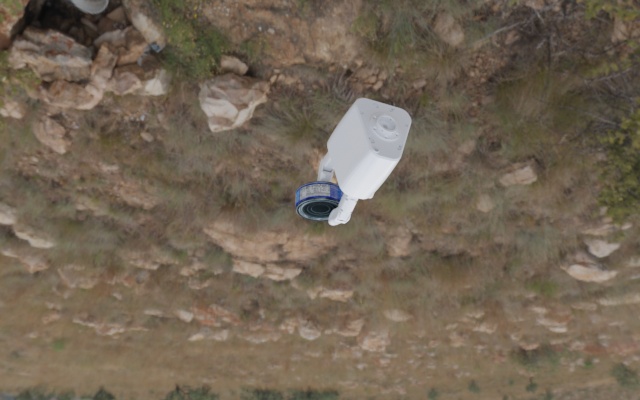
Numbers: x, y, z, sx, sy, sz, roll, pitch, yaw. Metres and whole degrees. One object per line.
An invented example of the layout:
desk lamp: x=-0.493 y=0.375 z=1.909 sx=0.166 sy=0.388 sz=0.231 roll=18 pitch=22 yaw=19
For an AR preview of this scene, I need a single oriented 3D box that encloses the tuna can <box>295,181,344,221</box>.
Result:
tuna can: x=0.000 y=0.003 z=0.807 sx=0.086 sy=0.033 sz=0.086 roll=0 pitch=-28 yaw=0
